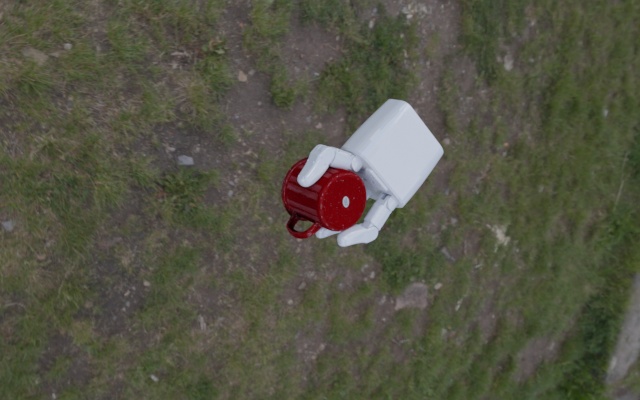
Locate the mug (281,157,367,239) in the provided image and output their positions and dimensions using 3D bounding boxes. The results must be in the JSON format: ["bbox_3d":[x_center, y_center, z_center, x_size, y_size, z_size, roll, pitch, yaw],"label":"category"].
[{"bbox_3d":[-0.001,0.003,0.639,0.081,0.117,0.093,22,-23,51],"label":"mug"}]
